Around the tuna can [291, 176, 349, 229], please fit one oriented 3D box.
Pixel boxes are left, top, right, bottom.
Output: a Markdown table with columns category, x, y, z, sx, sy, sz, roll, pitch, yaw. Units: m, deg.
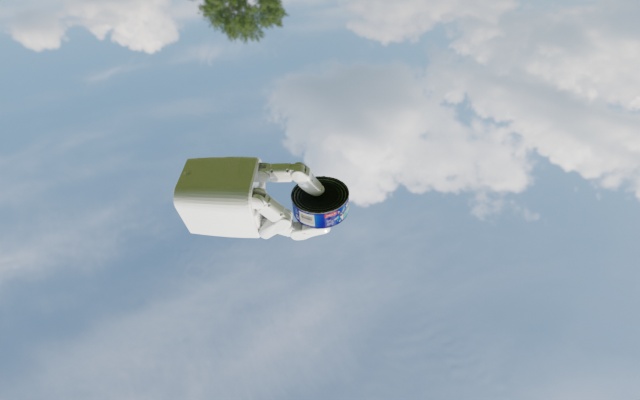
| category | x | y | z | sx | sy | sz | roll | pitch | yaw |
| --- | --- | --- | --- | --- | --- | --- | --- | --- | --- |
| tuna can | 0.000 | 0.003 | 0.708 | 0.086 | 0.034 | 0.086 | -3 | 40 | 2 |
